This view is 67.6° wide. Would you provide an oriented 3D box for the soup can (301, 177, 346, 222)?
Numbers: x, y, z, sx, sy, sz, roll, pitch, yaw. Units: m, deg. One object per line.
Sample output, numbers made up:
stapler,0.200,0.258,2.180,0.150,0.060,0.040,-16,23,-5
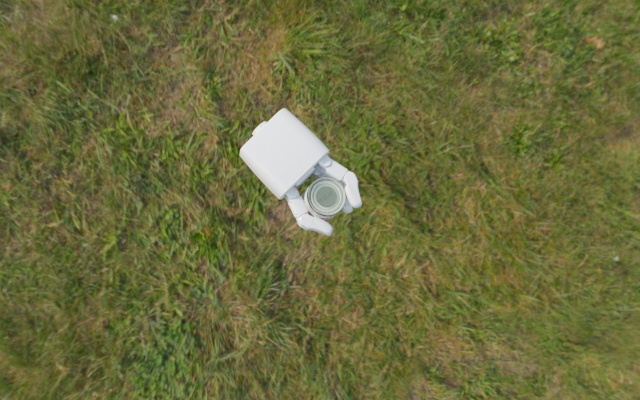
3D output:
soup can,0.000,0.003,0.827,0.068,0.068,0.102,0,-12,-13
